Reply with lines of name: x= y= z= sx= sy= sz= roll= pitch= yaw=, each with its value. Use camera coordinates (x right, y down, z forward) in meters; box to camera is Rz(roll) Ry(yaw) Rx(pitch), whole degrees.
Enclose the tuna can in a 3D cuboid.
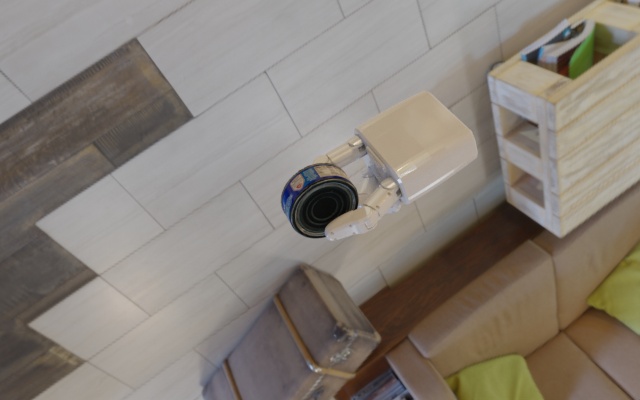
tuna can: x=0.000 y=0.002 z=0.548 sx=0.086 sy=0.086 sz=0.033 roll=0 pitch=34 yaw=-26
